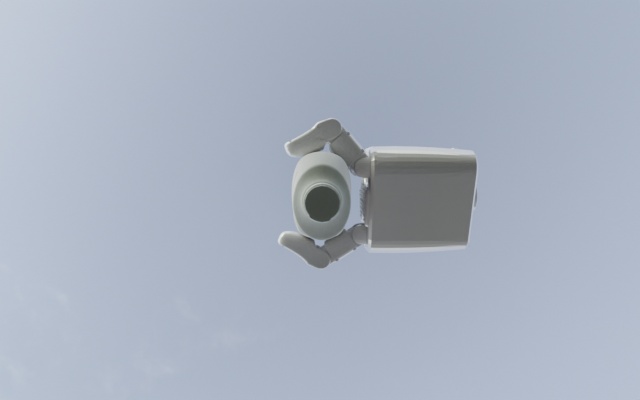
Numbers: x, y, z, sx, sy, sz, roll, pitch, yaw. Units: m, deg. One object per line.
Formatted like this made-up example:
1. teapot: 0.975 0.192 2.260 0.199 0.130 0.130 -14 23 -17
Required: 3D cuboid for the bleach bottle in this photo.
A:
1. bleach bottle: 0.000 0.002 0.497 0.068 0.102 0.251 0 4 -1
